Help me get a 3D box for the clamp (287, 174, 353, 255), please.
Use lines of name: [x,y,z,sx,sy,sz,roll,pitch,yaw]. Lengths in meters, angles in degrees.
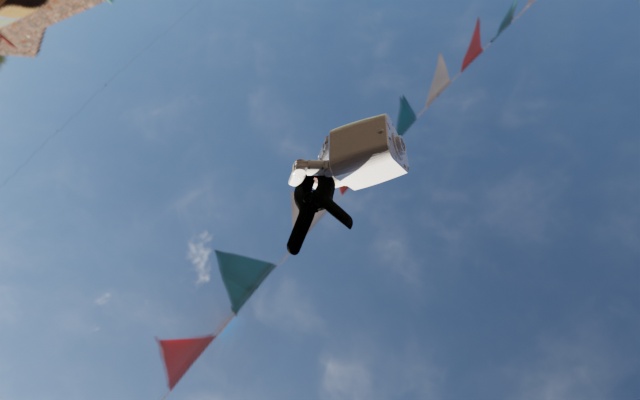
clamp: [0.000,0.003,0.796,0.120,0.171,0.039,-16,-38,23]
